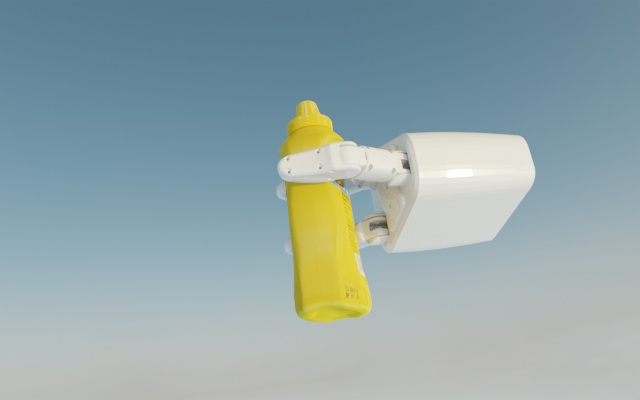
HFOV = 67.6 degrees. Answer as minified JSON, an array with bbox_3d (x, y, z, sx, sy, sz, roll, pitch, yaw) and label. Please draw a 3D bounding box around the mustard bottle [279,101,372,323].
[{"bbox_3d":[0.000,0.002,0.404,0.058,0.191,0.096,-12,-21,11],"label":"mustard bottle"}]
